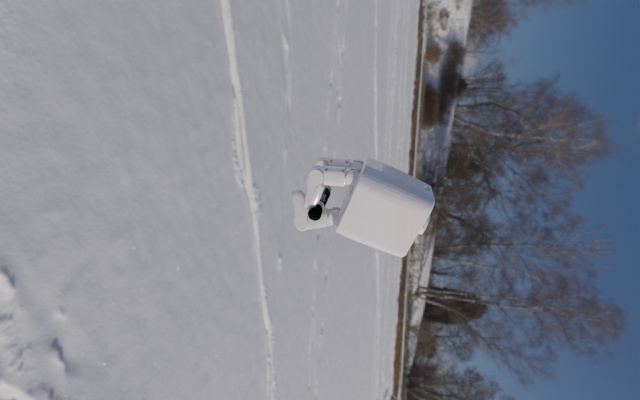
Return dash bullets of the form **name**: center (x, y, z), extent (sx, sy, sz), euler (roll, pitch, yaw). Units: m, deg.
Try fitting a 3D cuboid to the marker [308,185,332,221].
- **marker**: center (0.000, 0.002, 0.700), extent (0.020, 0.020, 0.121), euler (0, 18, 9)
